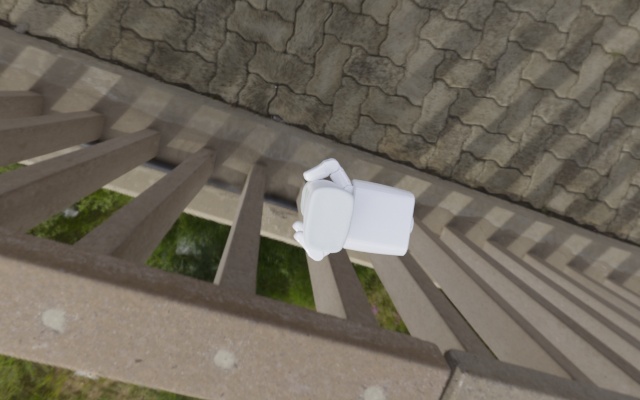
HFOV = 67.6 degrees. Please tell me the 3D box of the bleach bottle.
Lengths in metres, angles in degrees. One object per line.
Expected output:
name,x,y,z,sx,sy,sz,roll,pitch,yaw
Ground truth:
bleach bottle,0.000,0.003,0.805,0.068,0.102,0.250,10,12,-8
